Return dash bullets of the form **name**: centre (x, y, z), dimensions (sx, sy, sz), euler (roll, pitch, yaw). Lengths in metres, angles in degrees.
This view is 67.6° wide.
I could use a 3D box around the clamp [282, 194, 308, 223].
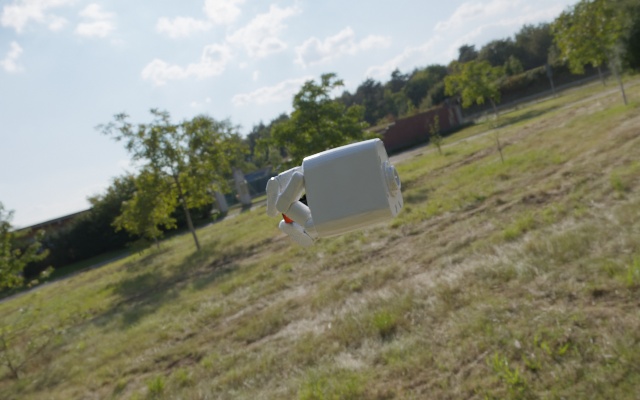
- **clamp**: centre (0.000, 0.002, 0.757), dimensions (0.120, 0.039, 0.171), euler (-16, 6, 21)
